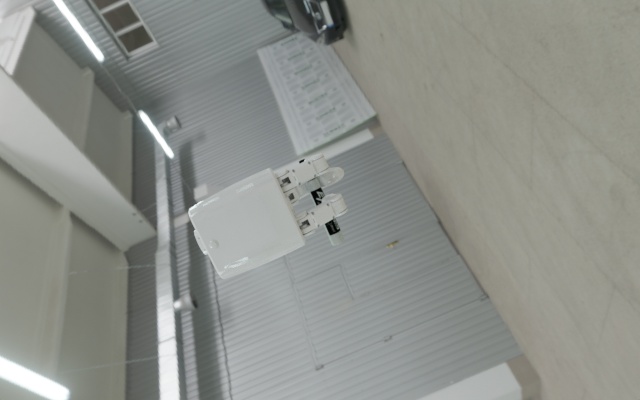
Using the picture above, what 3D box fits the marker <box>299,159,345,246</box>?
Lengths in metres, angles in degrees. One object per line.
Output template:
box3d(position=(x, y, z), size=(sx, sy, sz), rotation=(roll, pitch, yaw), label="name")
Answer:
box3d(position=(0.000, 0.002, 0.627), size=(0.020, 0.121, 0.020), rotation=(-23, 10, 4), label="marker")
